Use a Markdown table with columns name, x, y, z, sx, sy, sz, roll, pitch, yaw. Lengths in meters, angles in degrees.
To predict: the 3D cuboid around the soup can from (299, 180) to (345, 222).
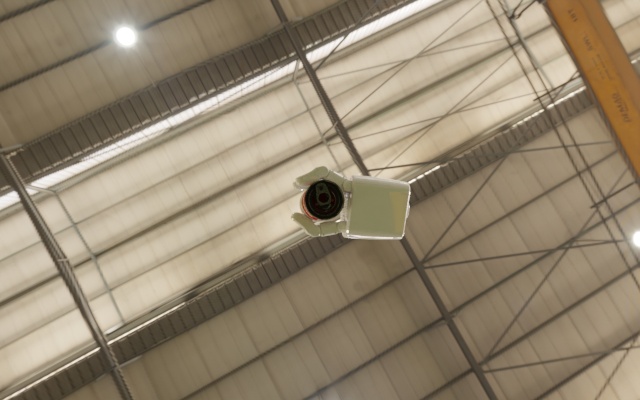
| name | x | y | z | sx | sy | sz | roll | pitch | yaw |
| --- | --- | --- | --- | --- | --- | --- | --- | --- | --- |
| soup can | 0.000 | 0.003 | 0.843 | 0.068 | 0.068 | 0.102 | 0 | -5 | -8 |
